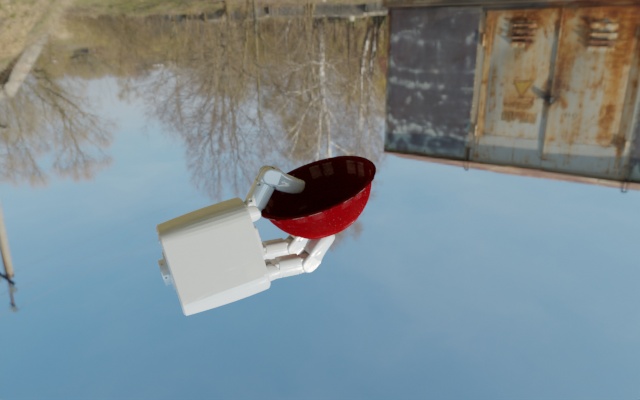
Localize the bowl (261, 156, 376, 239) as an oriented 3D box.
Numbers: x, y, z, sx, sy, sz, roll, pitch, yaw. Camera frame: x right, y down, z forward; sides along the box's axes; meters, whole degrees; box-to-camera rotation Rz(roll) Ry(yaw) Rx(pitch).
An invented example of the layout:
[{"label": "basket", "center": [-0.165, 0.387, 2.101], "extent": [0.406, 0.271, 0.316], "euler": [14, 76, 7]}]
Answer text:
[{"label": "bowl", "center": [0.001, 0.002, 0.618], "extent": [0.162, 0.055, 0.162], "euler": [-17, 25, 8]}]
